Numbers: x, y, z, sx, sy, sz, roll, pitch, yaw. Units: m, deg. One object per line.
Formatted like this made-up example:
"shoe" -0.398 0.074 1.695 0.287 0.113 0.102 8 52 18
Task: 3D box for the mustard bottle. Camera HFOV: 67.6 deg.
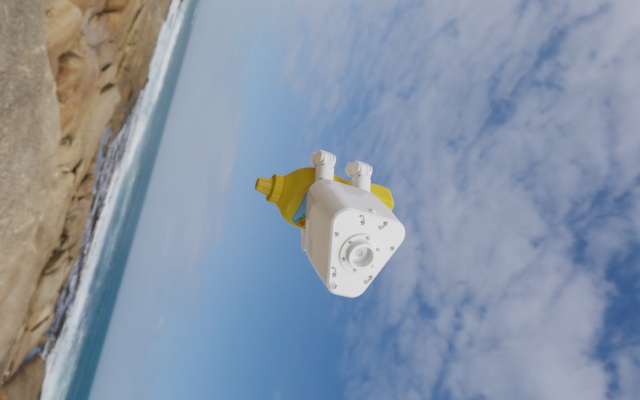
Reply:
"mustard bottle" 0.000 0.002 0.680 0.191 0.096 0.058 16 39 -19
